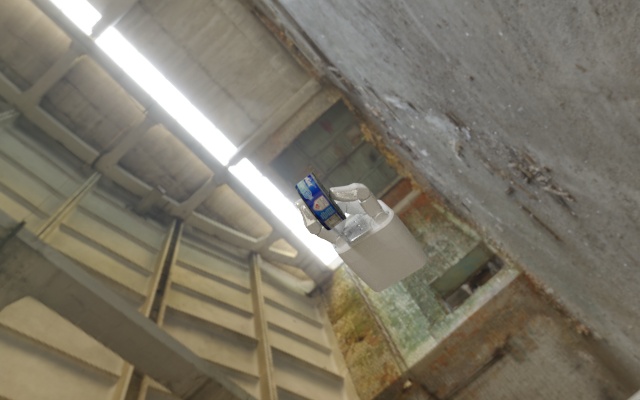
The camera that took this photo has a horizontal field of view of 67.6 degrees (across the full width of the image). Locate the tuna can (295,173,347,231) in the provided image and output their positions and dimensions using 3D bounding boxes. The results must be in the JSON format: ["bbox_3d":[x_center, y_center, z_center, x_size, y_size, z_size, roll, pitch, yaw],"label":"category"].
[{"bbox_3d":[0.000,0.003,0.706,0.034,0.086,0.086,-37,-3,4],"label":"tuna can"}]
